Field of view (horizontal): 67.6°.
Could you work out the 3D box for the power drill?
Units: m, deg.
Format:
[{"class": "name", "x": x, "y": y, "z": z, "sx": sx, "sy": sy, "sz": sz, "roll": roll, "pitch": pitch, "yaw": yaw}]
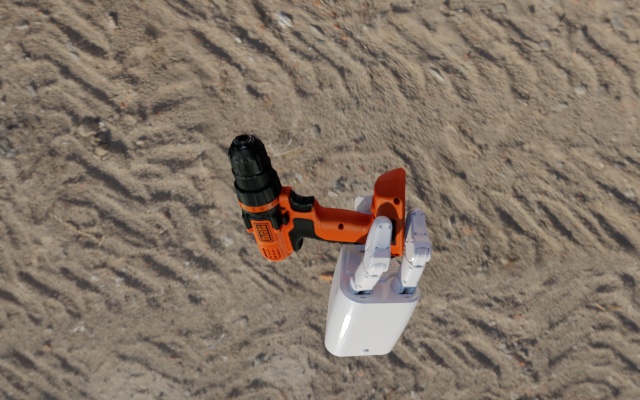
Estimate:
[{"class": "power drill", "x": 0.001, "y": 0.002, "z": 0.533, "sx": 0.187, "sy": 0.057, "sz": 0.185, "roll": 2, "pitch": -42, "yaw": 13}]
